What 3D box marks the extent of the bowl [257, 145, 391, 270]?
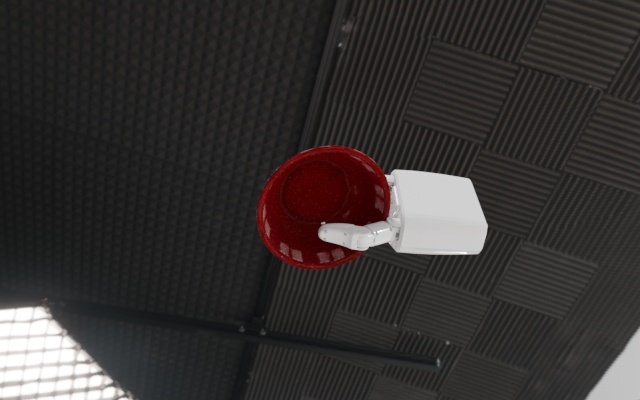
[{"bbox_3d":[-0.001,0.001,0.577,0.162,0.162,0.055,0,26,-16],"label":"bowl"}]
